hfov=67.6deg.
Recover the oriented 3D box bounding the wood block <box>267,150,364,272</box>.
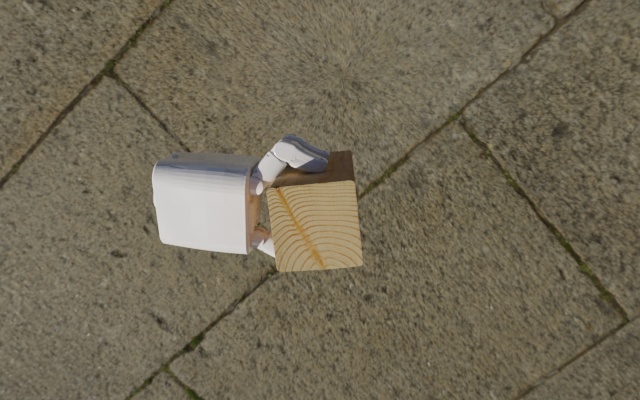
[{"bbox_3d":[0.000,0.002,0.569,0.090,0.091,0.206,-5,14,4],"label":"wood block"}]
